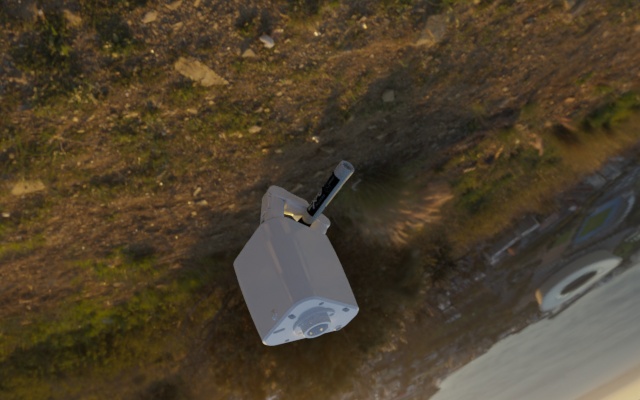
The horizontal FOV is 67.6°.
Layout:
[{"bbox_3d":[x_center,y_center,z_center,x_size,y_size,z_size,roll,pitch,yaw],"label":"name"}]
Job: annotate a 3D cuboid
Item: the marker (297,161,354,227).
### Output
[{"bbox_3d":[0.000,0.002,0.572,0.020,0.020,0.121,0,-43,-44],"label":"marker"}]
